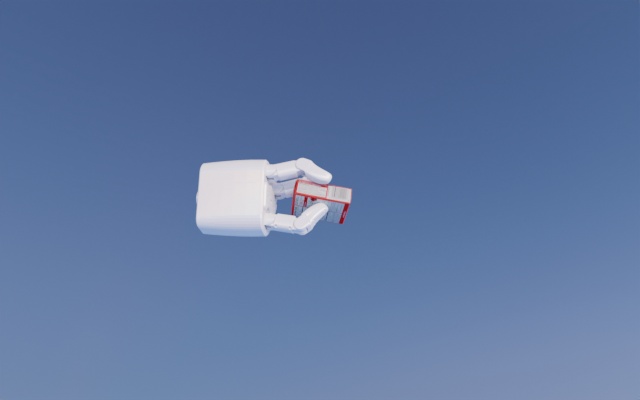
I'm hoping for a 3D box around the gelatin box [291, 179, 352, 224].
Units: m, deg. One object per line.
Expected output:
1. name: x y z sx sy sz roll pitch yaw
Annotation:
1. gelatin box: 0.000 0.003 0.755 0.089 0.030 0.073 10 -30 -1
